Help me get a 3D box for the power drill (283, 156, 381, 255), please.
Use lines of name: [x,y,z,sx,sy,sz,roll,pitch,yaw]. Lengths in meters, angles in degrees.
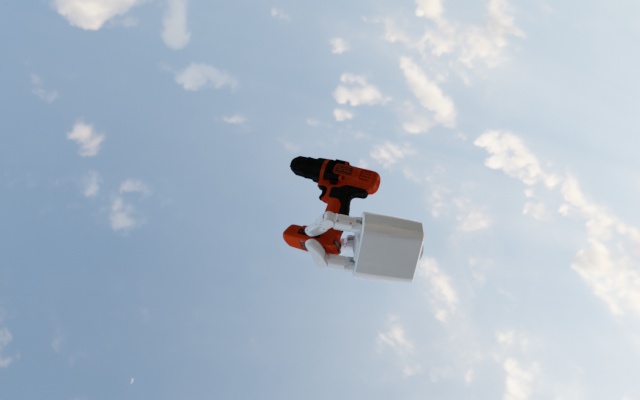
power drill: [0.000,0.003,0.890,0.184,0.187,0.057,13,-27,22]
